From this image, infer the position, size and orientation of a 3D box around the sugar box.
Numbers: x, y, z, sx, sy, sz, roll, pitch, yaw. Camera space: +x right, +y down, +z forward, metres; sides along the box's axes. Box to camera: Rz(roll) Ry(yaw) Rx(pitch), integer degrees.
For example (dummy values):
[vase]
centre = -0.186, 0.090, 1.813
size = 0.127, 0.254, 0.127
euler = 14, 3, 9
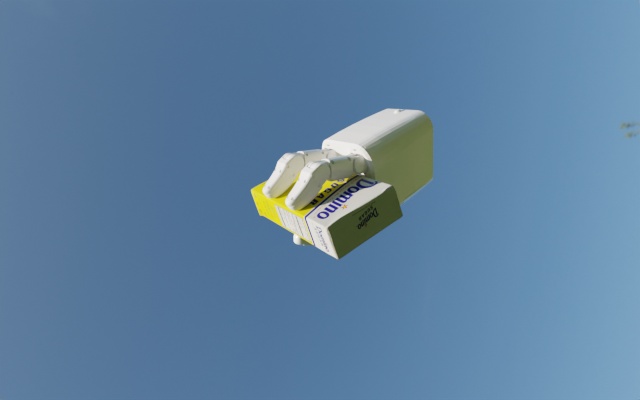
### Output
[sugar box]
centre = 0.000, 0.001, 0.550
size = 0.093, 0.048, 0.176
euler = -31, 26, -24
